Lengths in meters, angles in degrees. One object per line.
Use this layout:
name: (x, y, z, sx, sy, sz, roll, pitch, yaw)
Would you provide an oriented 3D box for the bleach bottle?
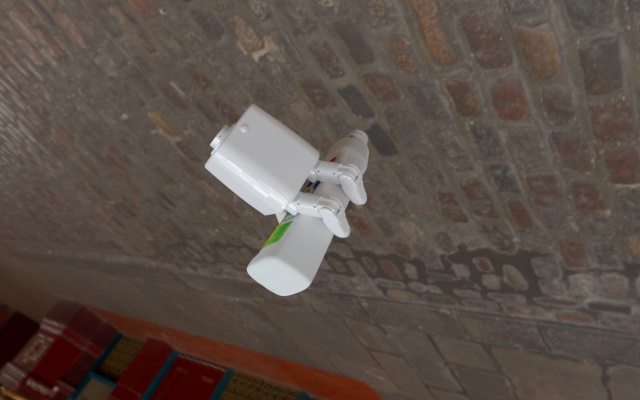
bleach bottle: (0.000, 0.002, 0.642, 0.068, 0.250, 0.102, 38, -32, -13)
